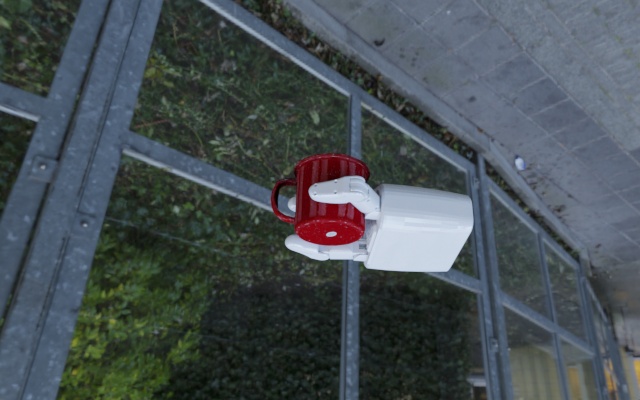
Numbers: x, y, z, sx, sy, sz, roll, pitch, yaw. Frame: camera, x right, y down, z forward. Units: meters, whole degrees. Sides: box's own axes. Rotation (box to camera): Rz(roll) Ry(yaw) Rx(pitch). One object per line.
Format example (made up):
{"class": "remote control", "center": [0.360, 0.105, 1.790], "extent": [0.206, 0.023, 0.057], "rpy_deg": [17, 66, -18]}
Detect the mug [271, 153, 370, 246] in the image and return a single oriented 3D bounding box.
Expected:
{"class": "mug", "center": [-0.001, 0.002, 0.561], "extent": [0.117, 0.081, 0.093], "rpy_deg": [4, -26, -3]}
